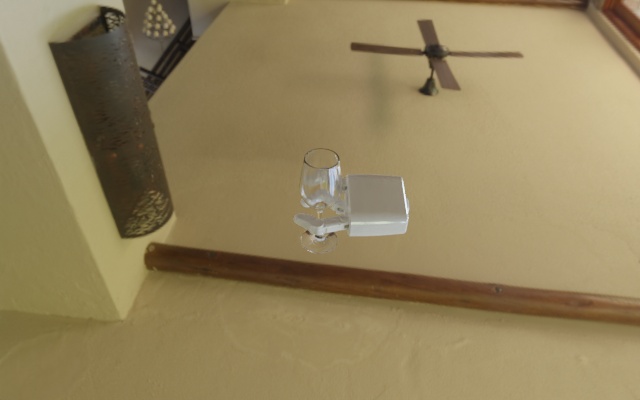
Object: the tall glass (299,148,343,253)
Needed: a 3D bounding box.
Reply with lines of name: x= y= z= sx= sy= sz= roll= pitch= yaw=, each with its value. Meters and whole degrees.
tall glass: x=0.000 y=0.003 z=0.885 sx=0.079 sy=0.201 sz=0.079 roll=1 pitch=41 yaw=-1
